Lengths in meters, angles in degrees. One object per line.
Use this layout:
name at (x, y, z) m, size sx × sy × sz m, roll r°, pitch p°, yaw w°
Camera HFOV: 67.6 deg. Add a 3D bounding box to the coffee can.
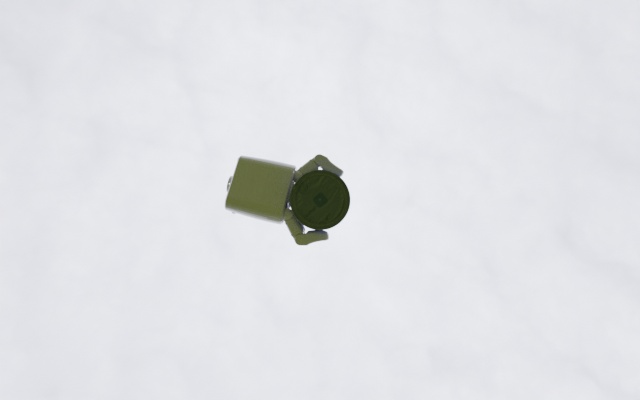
coffee can at (0.000, 0.003, 0.872) m, size 0.103 × 0.103 × 0.140 m, roll 0°, pitch -3°, yaw 1°
